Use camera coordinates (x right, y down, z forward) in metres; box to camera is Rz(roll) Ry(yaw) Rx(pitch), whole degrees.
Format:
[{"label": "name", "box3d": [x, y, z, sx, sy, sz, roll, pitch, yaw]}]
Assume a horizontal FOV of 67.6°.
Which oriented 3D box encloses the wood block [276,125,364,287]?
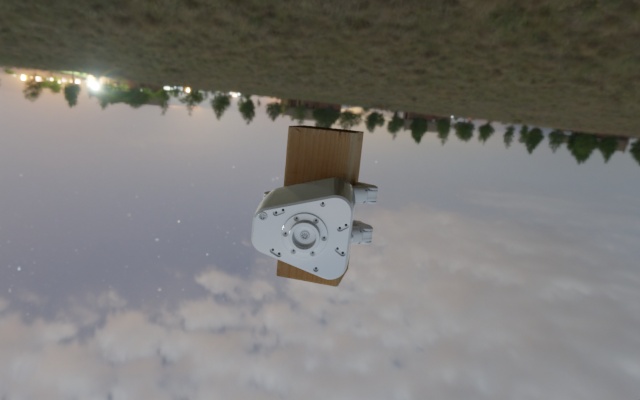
[{"label": "wood block", "box3d": [0.000, 0.002, 0.670, 0.091, 0.206, 0.090, 8, 11, 12]}]
